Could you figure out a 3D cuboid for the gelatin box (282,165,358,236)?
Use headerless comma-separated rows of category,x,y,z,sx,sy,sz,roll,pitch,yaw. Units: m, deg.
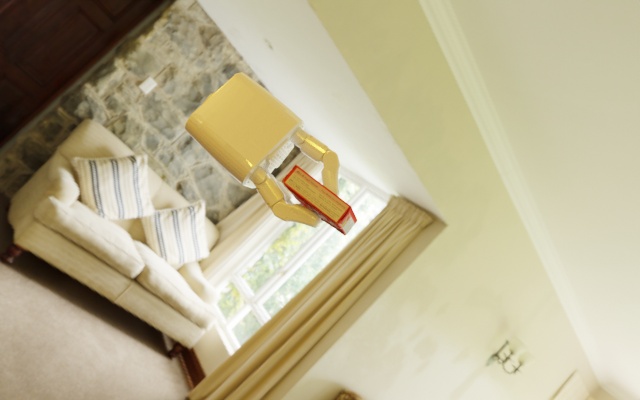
gelatin box,0.001,0.002,0.588,0.089,0.030,0.073,37,-6,17
